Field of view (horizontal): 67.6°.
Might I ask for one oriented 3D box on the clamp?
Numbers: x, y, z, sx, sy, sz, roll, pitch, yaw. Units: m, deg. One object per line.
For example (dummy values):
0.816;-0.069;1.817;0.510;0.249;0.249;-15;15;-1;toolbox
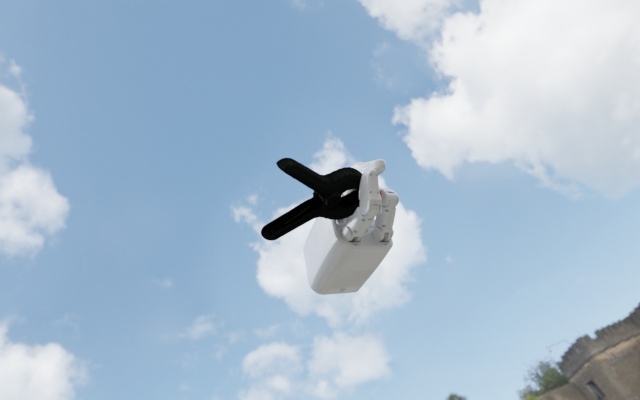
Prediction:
0.000;0.002;0.630;0.171;0.120;0.039;3;40;-35;clamp
